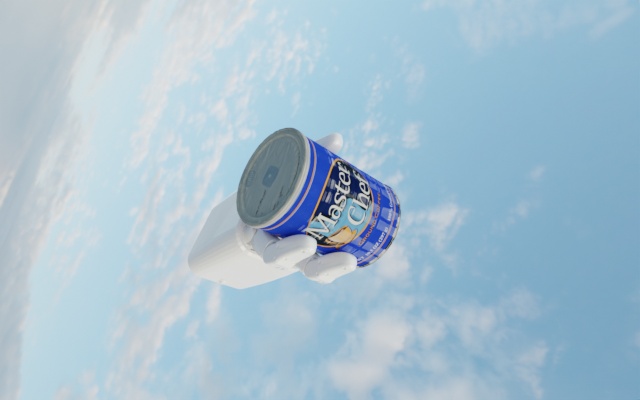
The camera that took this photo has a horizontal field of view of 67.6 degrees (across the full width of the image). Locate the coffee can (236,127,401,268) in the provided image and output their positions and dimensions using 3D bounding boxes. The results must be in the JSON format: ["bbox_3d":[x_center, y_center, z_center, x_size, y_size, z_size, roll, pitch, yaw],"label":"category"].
[{"bbox_3d":[0.000,0.001,0.495,0.140,0.102,0.103,27,-17,-37],"label":"coffee can"}]
